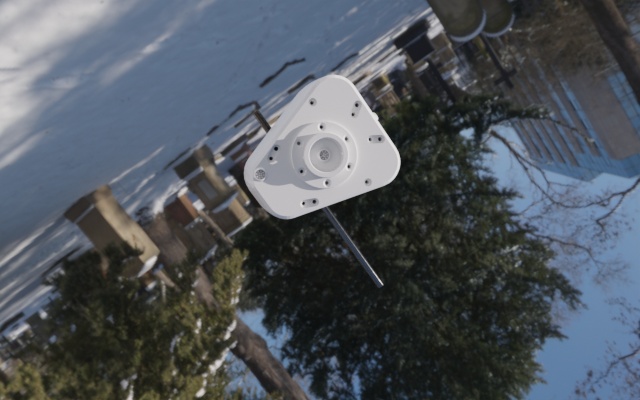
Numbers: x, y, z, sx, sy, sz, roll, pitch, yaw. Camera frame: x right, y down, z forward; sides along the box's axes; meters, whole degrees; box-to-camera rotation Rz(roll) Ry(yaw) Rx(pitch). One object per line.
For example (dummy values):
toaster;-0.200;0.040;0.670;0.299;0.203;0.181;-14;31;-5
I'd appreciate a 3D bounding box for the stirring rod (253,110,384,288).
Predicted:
stirring rod;0.000;0.002;0.529;0.011;0.239;0.011;-35;10;7
